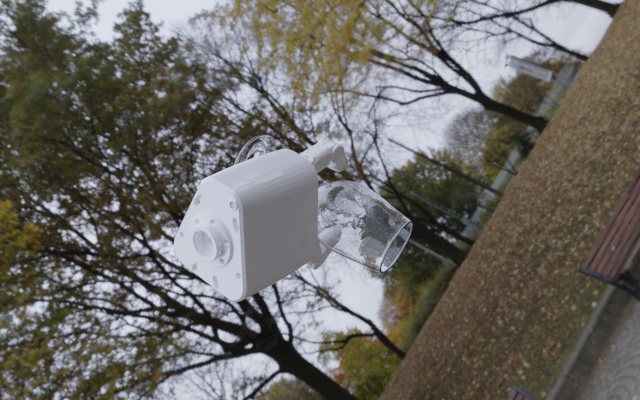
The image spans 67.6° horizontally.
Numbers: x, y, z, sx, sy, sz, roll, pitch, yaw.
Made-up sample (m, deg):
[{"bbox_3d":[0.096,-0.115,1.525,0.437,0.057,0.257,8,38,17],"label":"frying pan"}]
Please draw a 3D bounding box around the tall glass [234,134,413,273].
[{"bbox_3d":[0.000,0.001,0.526,0.201,0.079,0.079,31,13,23],"label":"tall glass"}]
